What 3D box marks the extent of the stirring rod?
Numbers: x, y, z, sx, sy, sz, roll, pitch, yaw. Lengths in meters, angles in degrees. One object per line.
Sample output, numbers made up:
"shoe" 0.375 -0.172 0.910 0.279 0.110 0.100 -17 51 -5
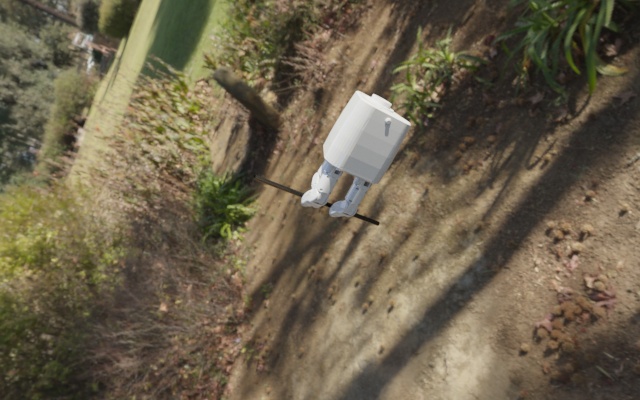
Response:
"stirring rod" 0.000 0.003 0.782 0.239 0.011 0.011 21 -10 -26
